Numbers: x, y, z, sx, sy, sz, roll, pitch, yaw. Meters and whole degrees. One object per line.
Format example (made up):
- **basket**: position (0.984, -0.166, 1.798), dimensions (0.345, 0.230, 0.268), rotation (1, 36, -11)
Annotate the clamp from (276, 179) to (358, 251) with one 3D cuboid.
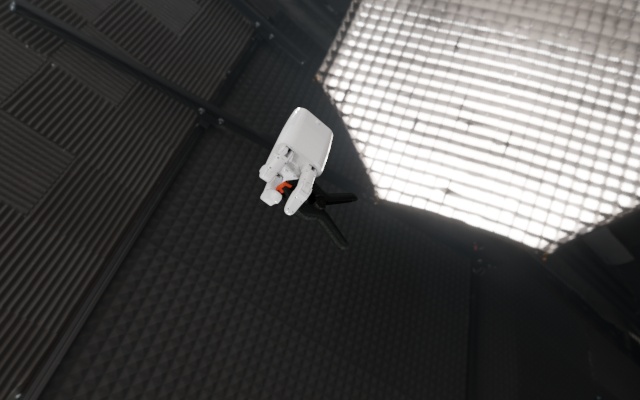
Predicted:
- **clamp**: position (0.000, 0.003, 0.881), dimensions (0.171, 0.120, 0.039), rotation (38, -43, -21)
